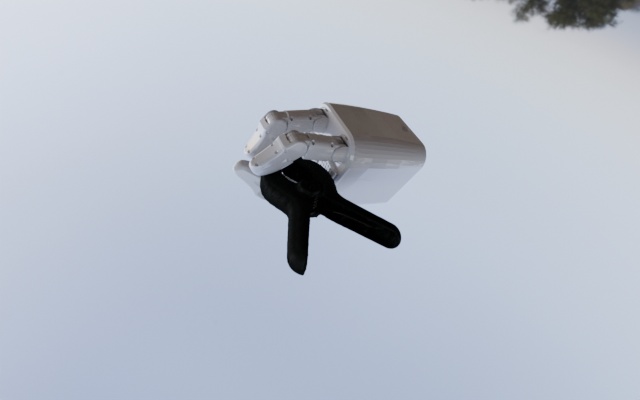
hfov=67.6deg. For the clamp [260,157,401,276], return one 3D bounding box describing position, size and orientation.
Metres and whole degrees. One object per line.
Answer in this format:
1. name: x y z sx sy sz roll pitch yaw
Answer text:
1. clamp: 0.000 0.002 0.479 0.120 0.039 0.171 0 41 -29
